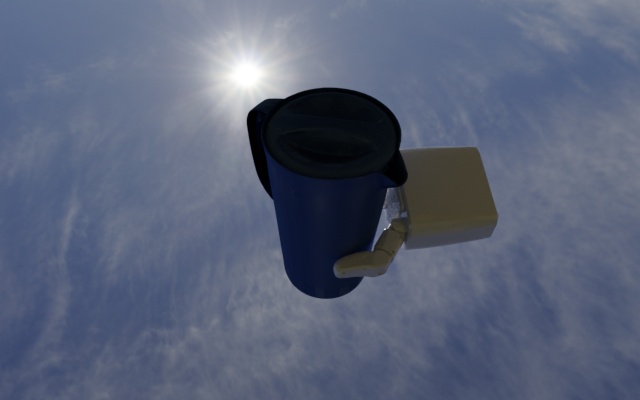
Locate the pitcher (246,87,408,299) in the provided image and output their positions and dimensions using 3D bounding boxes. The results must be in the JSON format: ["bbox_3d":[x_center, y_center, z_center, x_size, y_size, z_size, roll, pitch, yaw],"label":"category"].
[{"bbox_3d":[0.000,0.002,0.542,0.145,0.149,0.243,-7,-40,-7],"label":"pitcher"}]
